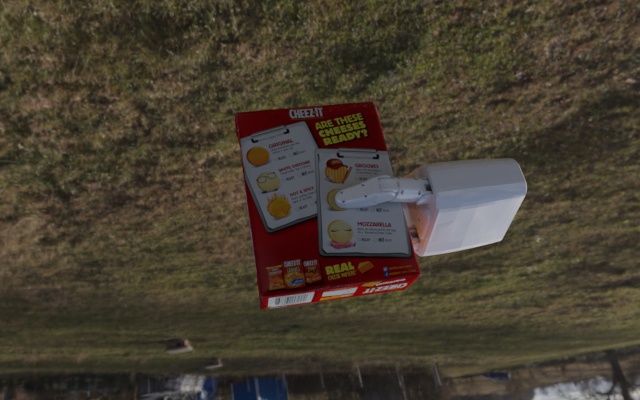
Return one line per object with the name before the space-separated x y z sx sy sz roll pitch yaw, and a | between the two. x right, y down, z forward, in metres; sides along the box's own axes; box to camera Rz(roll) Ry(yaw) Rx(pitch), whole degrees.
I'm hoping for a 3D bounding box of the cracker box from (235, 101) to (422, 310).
cracker box | 0.000 0.002 0.529 0.164 0.213 0.072 -7 -25 -11
